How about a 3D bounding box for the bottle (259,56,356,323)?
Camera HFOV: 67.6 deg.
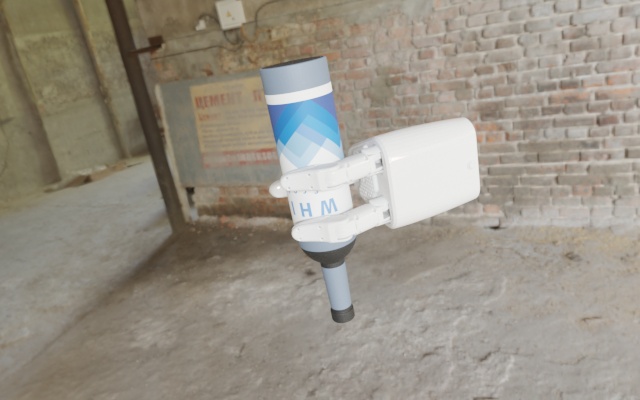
[{"bbox_3d":[0.000,0.001,0.514,0.069,0.296,0.069,-10,20,4],"label":"bottle"}]
